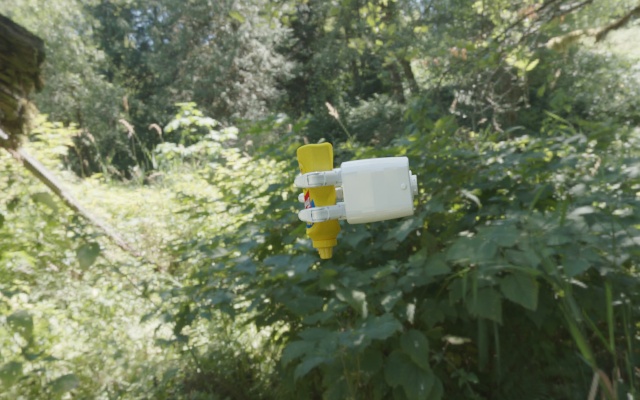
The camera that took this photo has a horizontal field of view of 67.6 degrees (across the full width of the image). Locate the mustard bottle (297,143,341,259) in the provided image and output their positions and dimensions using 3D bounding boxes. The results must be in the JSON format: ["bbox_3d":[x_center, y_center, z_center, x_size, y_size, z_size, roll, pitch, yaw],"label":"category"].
[{"bbox_3d":[0.000,0.002,0.809,0.058,0.191,0.096,-7,1,-14],"label":"mustard bottle"}]
